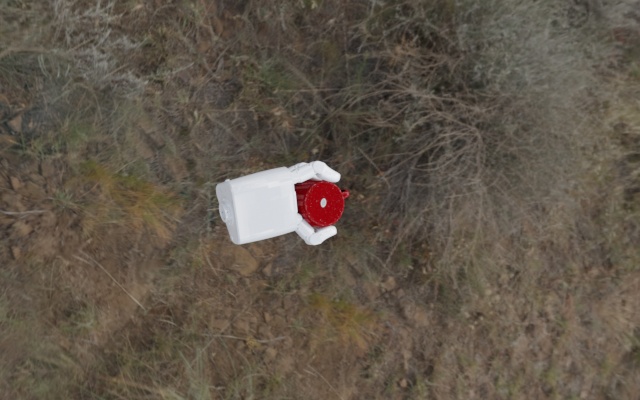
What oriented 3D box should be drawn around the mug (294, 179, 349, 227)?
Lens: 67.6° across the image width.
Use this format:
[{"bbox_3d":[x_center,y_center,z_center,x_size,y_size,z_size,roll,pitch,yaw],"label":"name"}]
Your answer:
[{"bbox_3d":[0.001,0.003,0.865,0.117,0.093,0.081,-17,7,-26],"label":"mug"}]
